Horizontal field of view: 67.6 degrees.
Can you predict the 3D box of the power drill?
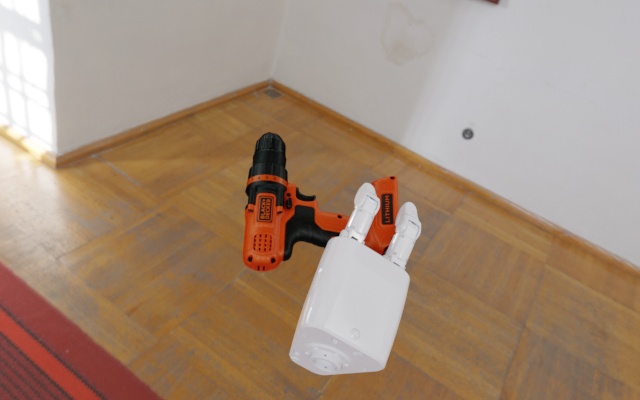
[{"bbox_3d":[0.001,0.002,0.595,0.187,0.184,0.057,4,-24,-4],"label":"power drill"}]
